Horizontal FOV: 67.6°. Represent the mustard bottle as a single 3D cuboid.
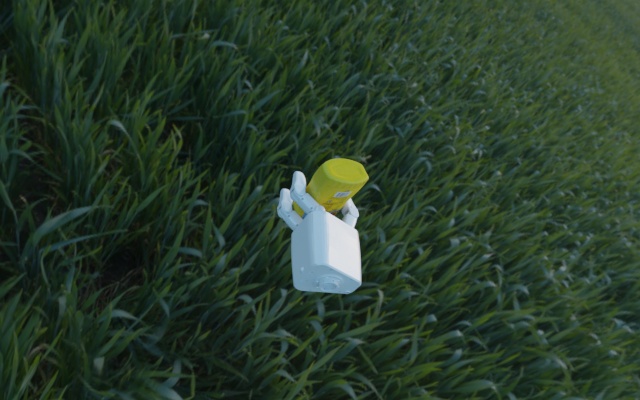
[{"bbox_3d":[0.000,0.002,0.878,0.096,0.058,0.192,-4,-32,-38],"label":"mustard bottle"}]
